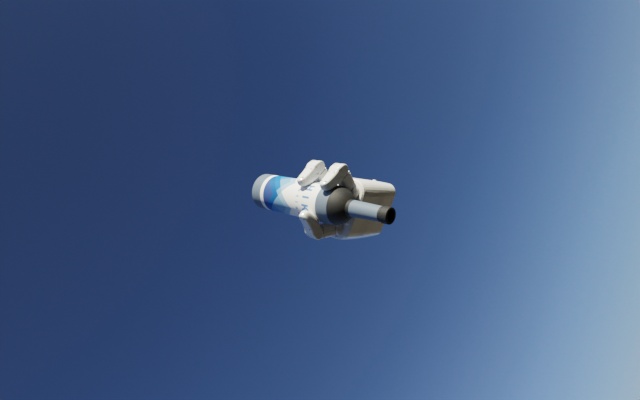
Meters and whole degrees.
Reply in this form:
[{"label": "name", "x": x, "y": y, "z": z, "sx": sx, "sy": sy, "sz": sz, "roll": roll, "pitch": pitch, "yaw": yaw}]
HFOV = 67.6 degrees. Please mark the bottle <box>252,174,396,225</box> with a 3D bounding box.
[{"label": "bottle", "x": 0.000, "y": 0.003, "z": 0.820, "sx": 0.295, "sy": 0.069, "sz": 0.069, "roll": 11, "pitch": 7, "yaw": 43}]
